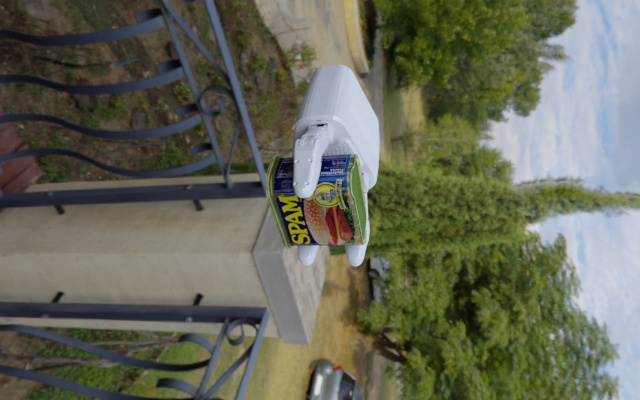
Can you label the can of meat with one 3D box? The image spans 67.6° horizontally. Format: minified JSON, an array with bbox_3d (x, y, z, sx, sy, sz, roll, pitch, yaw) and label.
[{"bbox_3d":[0.000,0.002,0.484,0.084,0.102,0.057,-2,42,14],"label":"can of meat"}]
